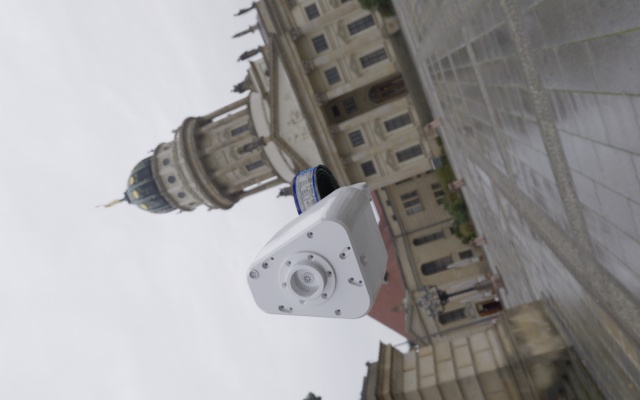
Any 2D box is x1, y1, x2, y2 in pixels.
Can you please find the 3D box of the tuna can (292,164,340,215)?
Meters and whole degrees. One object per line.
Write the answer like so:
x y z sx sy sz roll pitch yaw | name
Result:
0.000 0.002 0.578 0.034 0.086 0.086 -19 -7 19 | tuna can
